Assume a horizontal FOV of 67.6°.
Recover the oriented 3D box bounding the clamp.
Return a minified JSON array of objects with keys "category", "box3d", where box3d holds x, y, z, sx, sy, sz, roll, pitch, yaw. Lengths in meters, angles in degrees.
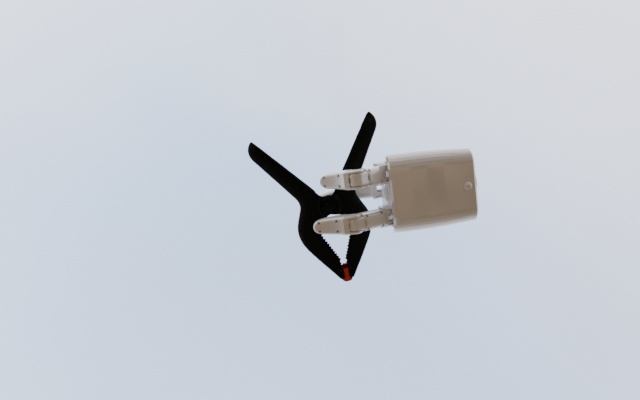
[{"category":"clamp","box3d":[0.000,0.002,0.612,0.164,0.210,0.036,-7,8,3]}]
